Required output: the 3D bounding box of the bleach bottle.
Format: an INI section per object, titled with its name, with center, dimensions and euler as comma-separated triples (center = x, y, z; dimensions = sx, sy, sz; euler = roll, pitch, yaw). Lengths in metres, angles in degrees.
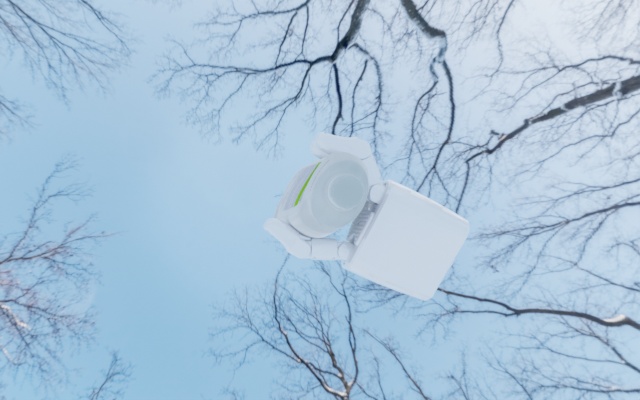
[bleach bottle]
center = 0.000, 0.002, 0.528
dimensions = 0.068, 0.102, 0.251
euler = 26, -5, -8
